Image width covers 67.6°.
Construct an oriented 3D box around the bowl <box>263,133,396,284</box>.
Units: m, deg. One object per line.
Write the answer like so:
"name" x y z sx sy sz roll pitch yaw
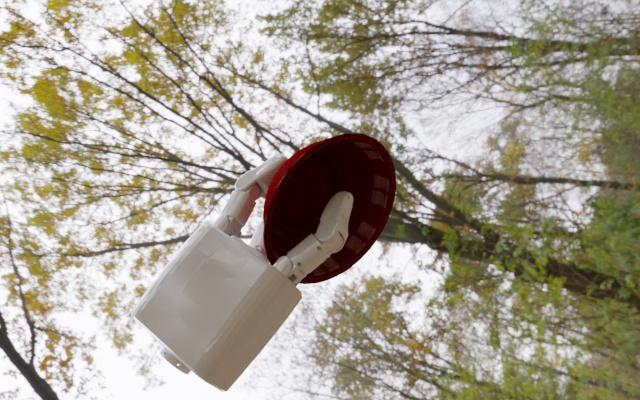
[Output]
"bowl" 0.001 0.001 0.483 0.162 0.162 0.055 0 24 -40
